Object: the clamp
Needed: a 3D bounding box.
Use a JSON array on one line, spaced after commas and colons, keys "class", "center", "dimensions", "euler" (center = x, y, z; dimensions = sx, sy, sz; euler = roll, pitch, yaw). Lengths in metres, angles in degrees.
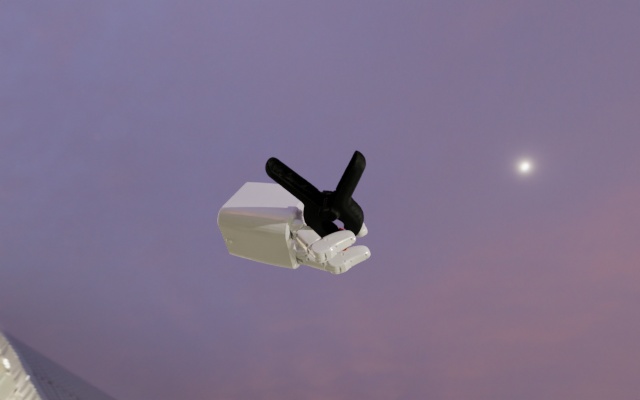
[{"class": "clamp", "center": [0.000, 0.002, 0.602], "dimensions": [0.120, 0.039, 0.172], "euler": [8, -42, 15]}]
